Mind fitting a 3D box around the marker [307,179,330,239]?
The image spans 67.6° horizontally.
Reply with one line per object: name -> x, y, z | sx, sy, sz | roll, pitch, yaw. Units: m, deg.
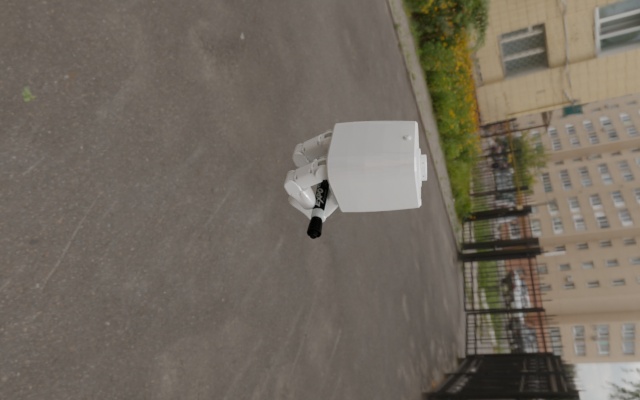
marker -> 0.000, 0.002, 0.640 | 0.020, 0.121, 0.020 | 6, -43, 6
